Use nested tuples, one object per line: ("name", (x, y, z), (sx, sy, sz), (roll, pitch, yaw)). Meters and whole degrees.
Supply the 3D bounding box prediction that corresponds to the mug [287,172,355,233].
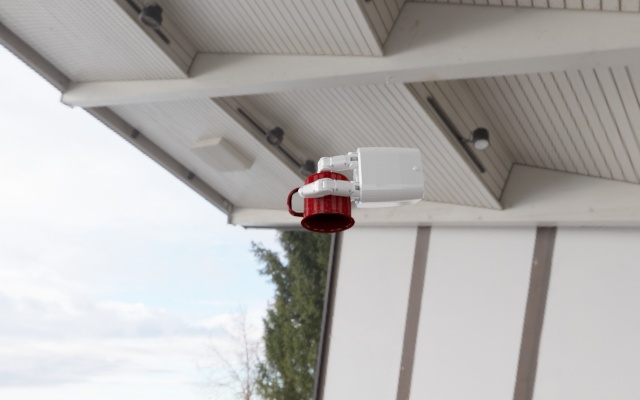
("mug", (-0.001, 0.003, 0.831), (0.117, 0.081, 0.093), (0, -25, -1))
